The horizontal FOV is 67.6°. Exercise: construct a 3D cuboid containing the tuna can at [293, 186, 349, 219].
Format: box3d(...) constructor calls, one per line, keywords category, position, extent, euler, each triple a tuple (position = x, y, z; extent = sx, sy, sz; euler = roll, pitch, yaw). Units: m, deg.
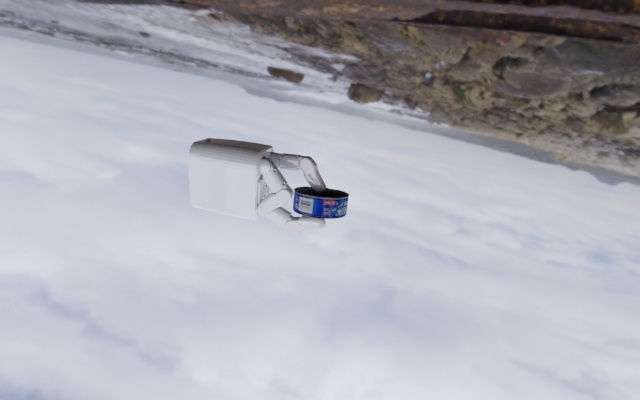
box3d(category="tuna can", position=(0.000, 0.003, 0.740), extent=(0.086, 0.034, 0.086), euler=(6, 11, -1))
